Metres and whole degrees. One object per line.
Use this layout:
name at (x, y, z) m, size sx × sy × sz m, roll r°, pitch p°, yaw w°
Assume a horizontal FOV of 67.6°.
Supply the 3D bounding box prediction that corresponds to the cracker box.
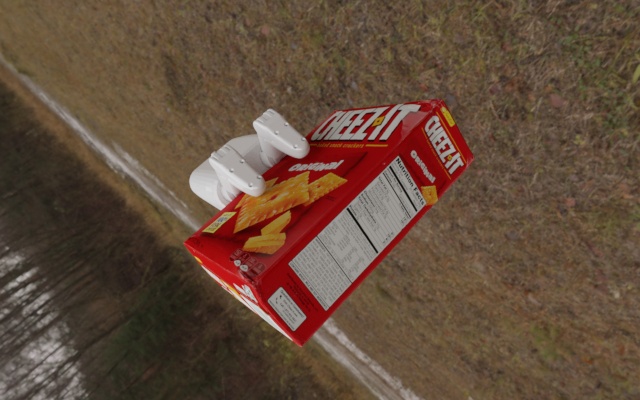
cracker box at (0.000, 0.002, 0.420) m, size 0.213 × 0.072 × 0.164 m, roll -44°, pitch 26°, yaw -19°
